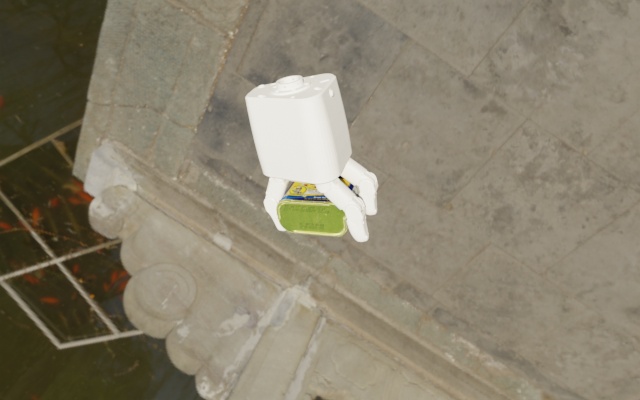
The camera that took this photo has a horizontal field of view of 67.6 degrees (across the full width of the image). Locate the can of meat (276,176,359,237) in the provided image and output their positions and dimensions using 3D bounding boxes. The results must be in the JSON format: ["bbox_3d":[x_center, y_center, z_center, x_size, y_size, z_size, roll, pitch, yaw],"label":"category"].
[{"bbox_3d":[0.000,0.002,0.647,0.102,0.057,0.084,3,33,19],"label":"can of meat"}]
